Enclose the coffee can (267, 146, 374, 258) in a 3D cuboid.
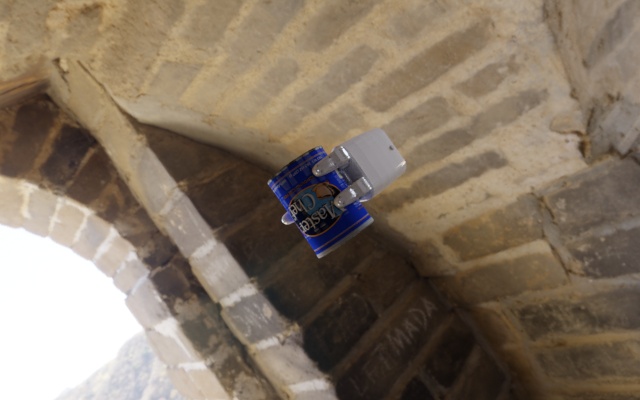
[{"bbox_3d":[0.000,0.003,0.733,0.103,0.140,0.103,-35,-3,-2],"label":"coffee can"}]
